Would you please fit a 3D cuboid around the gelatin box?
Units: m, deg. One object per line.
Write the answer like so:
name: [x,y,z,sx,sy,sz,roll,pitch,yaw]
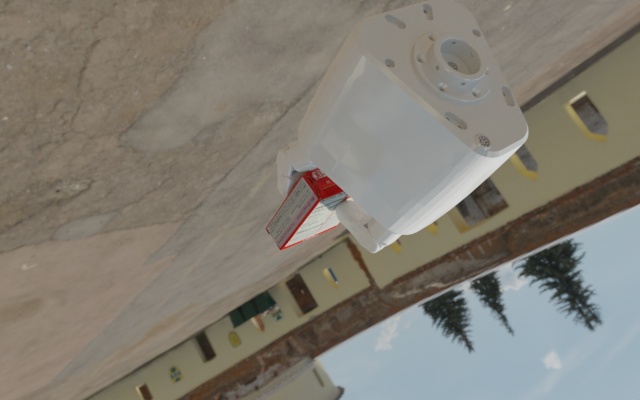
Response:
gelatin box: [0.000,0.002,0.429,0.073,0.030,0.089,-21,-22,-40]
